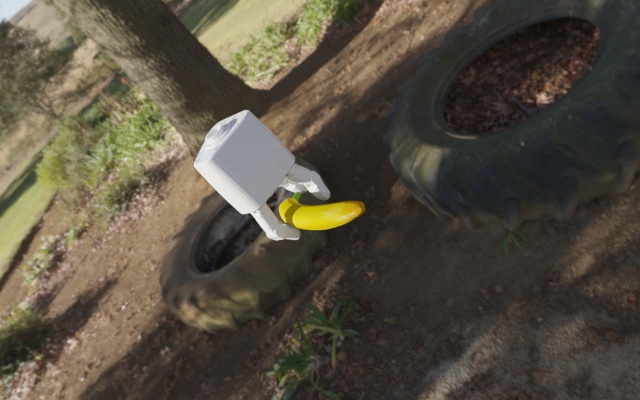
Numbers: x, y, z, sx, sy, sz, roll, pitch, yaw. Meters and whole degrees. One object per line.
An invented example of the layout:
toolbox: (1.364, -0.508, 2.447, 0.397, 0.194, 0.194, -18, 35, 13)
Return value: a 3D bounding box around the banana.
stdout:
banana: (-0.013, 0.016, 0.732, 0.037, 0.069, 0.198, 49, -20, -28)
